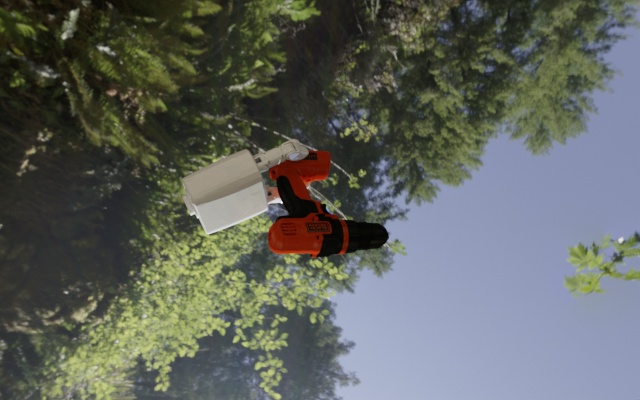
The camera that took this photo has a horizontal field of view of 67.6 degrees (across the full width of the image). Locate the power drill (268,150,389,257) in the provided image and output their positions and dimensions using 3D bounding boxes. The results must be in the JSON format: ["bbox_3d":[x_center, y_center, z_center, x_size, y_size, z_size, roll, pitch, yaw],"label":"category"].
[{"bbox_3d":[0.000,0.002,0.742,0.184,0.187,0.057,1,-44,-21],"label":"power drill"}]
